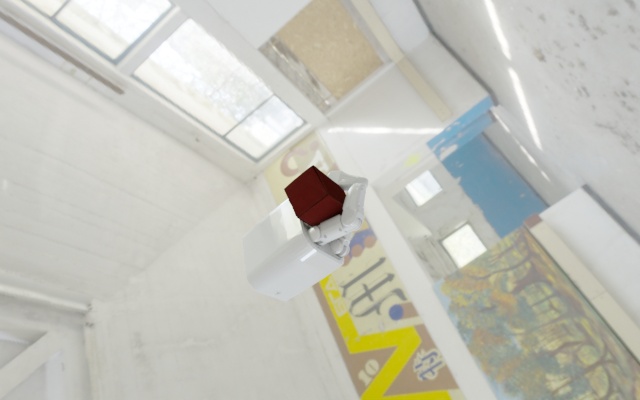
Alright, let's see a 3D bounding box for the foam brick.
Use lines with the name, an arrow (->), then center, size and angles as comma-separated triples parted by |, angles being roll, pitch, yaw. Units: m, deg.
foam brick -> 0.000, 0.002, 0.615 | 0.051, 0.053, 0.078 | -36, -37, 14
